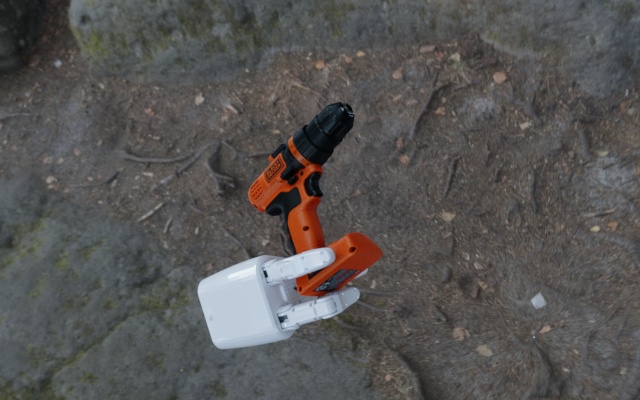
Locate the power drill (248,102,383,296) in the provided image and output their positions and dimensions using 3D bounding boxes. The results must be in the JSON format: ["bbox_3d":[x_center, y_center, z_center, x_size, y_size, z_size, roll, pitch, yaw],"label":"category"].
[{"bbox_3d":[0.000,0.002,0.560,0.057,0.187,0.184,10,-44,-43],"label":"power drill"}]
